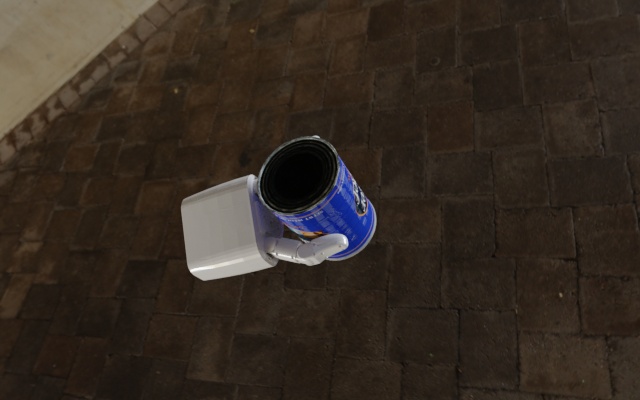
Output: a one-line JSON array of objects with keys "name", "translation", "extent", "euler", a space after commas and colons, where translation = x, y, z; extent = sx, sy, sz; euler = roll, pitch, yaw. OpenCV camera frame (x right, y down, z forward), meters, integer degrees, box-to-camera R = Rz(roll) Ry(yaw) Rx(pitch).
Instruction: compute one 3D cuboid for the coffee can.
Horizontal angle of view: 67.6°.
[{"name": "coffee can", "translation": [0.000, 0.002, 0.592], "extent": [0.103, 0.102, 0.140], "euler": [0, -27, 25]}]
